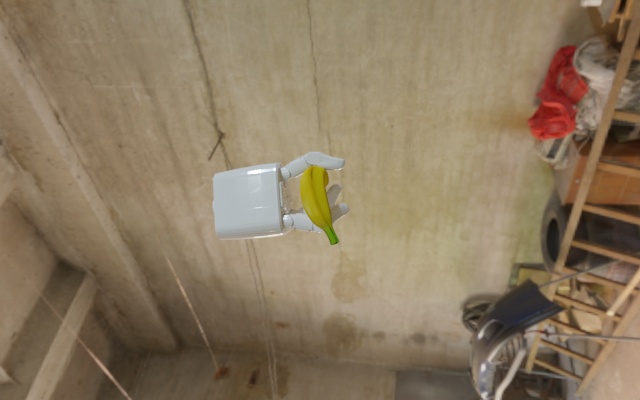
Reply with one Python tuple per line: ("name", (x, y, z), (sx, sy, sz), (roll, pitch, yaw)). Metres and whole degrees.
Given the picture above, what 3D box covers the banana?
("banana", (-0.006, -0.012, 0.688), (0.037, 0.070, 0.197), (-17, 27, 7))
